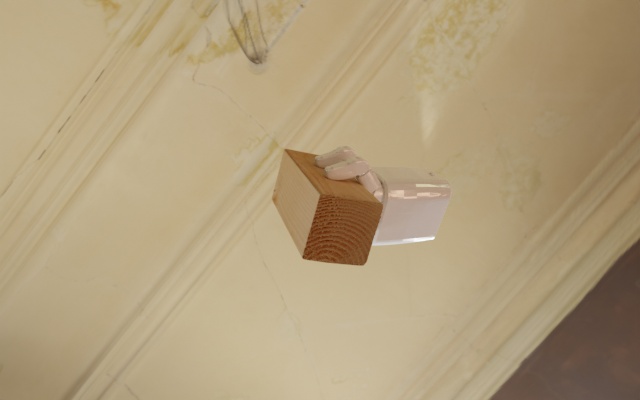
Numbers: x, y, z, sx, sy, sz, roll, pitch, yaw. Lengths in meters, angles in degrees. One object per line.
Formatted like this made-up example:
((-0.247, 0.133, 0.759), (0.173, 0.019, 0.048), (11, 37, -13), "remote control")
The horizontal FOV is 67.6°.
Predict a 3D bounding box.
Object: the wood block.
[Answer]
((0.000, 0.003, 0.683), (0.090, 0.091, 0.206), (9, 18, -20), "wood block")
